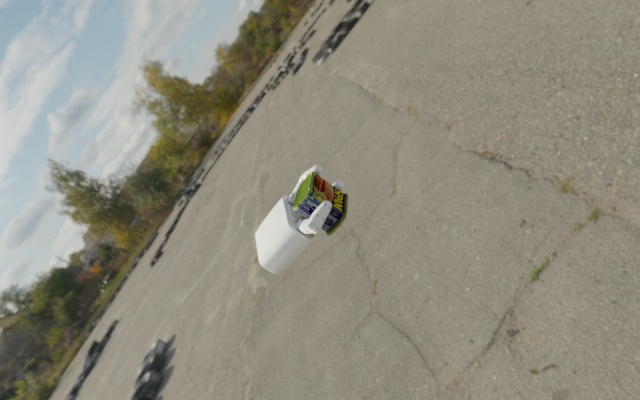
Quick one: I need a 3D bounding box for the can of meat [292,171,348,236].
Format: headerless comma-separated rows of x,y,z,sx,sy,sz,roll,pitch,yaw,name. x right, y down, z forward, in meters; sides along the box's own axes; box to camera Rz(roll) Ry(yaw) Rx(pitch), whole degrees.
0.000,0.003,0.876,0.084,0.057,0.102,35,27,-15,can of meat
